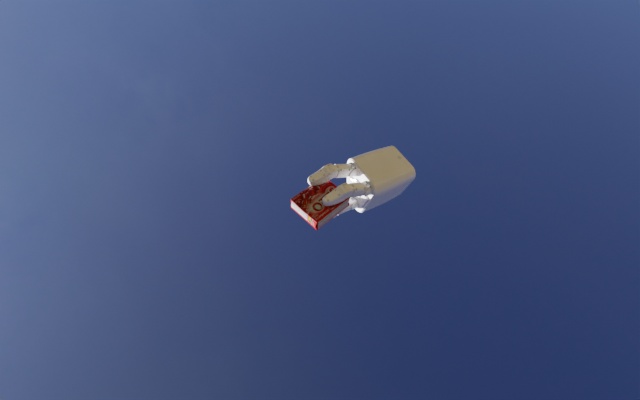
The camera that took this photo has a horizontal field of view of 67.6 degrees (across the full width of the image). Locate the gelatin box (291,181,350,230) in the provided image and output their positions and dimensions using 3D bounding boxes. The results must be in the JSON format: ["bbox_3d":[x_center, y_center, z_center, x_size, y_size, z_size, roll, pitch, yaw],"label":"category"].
[{"bbox_3d":[0.000,0.003,0.900,0.089,0.030,0.073,-37,62,-25],"label":"gelatin box"}]
